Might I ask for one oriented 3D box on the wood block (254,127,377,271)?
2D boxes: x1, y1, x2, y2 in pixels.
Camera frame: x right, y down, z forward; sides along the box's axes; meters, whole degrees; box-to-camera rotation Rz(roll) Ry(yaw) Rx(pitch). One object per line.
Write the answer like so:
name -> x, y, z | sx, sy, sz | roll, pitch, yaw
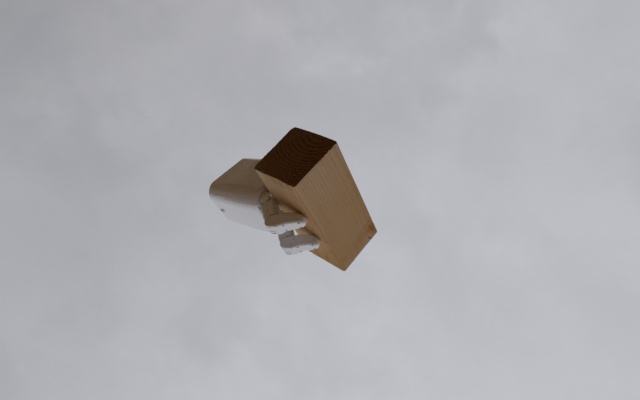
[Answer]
wood block -> 0.000, 0.002, 0.718 | 0.090, 0.090, 0.206 | 25, -24, 39
